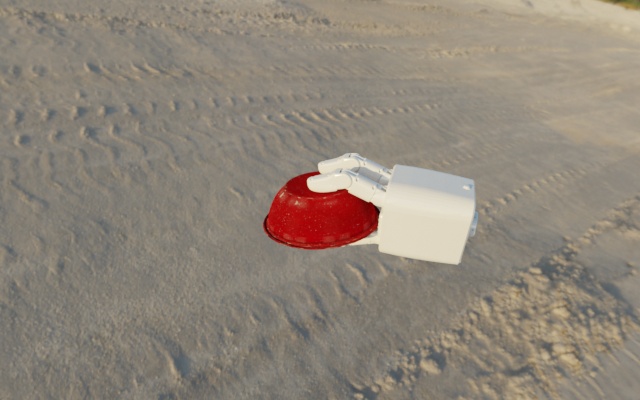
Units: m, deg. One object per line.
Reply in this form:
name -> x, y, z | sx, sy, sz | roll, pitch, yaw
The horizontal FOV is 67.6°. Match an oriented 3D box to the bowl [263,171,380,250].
bowl -> -0.001, 0.002, 0.642 | 0.162, 0.055, 0.162 | -4, 25, 2
